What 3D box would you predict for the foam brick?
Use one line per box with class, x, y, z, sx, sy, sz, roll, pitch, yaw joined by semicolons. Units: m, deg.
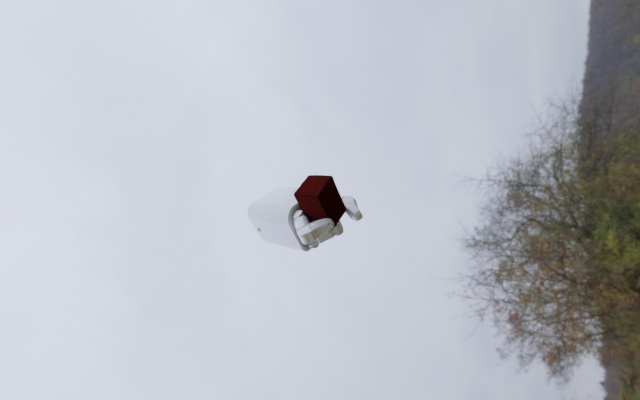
foam brick;0.000;0.002;0.802;0.051;0.078;0.053;7;46;37
